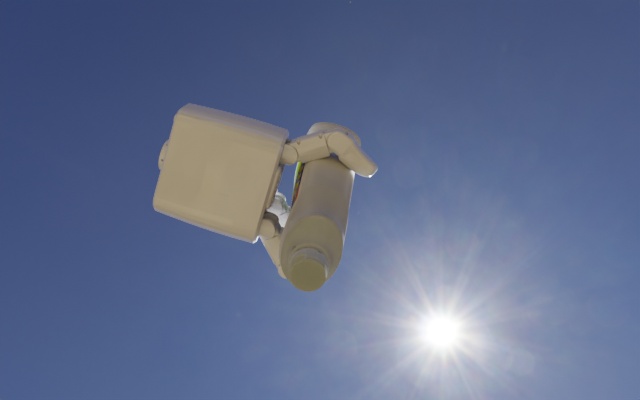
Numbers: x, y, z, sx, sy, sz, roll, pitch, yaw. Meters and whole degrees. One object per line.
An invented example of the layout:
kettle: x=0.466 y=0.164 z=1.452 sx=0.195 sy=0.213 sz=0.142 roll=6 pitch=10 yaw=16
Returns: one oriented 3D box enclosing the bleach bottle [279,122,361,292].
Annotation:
bleach bottle: x=0.000 y=0.002 z=0.472 sx=0.068 sy=0.103 sz=0.250 roll=17 pitch=23 yaw=-4
